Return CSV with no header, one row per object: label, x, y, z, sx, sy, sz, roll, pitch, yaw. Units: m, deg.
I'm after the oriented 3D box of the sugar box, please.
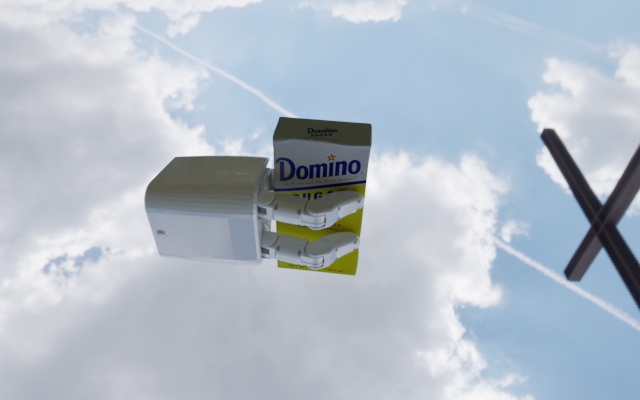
sugar box,0.000,0.002,0.499,0.093,0.176,0.048,4,42,4
